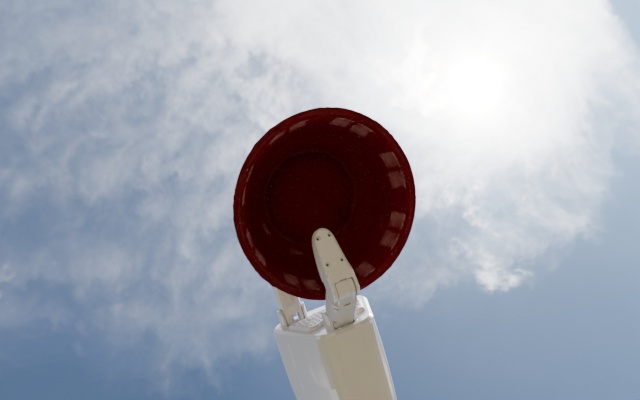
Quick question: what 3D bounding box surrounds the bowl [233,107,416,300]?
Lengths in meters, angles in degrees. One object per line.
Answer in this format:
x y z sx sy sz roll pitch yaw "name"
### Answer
0.000 0.000 0.419 0.162 0.162 0.055 0 8 -20 "bowl"
